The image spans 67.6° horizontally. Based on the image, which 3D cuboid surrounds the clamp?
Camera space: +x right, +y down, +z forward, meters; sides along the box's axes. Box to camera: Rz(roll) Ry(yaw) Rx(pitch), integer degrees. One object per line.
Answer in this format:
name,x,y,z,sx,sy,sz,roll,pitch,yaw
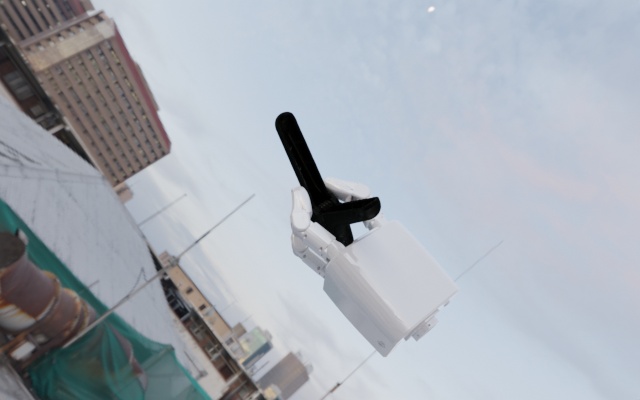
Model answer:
clamp,0.001,0.002,0.572,0.036,0.164,0.210,-31,-24,-19
